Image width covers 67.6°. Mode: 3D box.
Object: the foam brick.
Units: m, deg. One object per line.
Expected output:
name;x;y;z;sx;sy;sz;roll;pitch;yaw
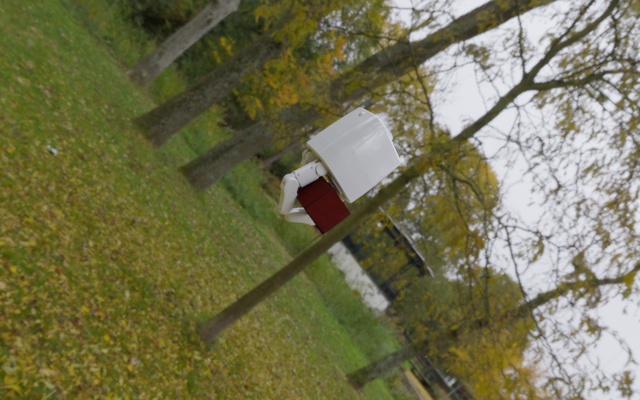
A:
foam brick;0.000;0.003;0.703;0.051;0.053;0.078;-35;28;-2
